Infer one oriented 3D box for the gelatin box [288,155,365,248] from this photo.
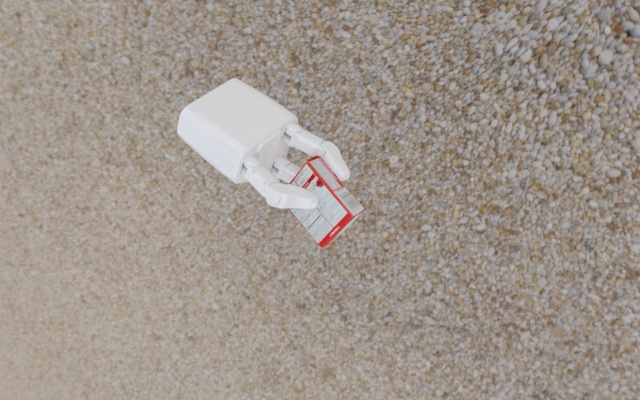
[{"bbox_3d":[0.000,0.002,0.581,0.030,0.089,0.073,-27,-17,-48],"label":"gelatin box"}]
